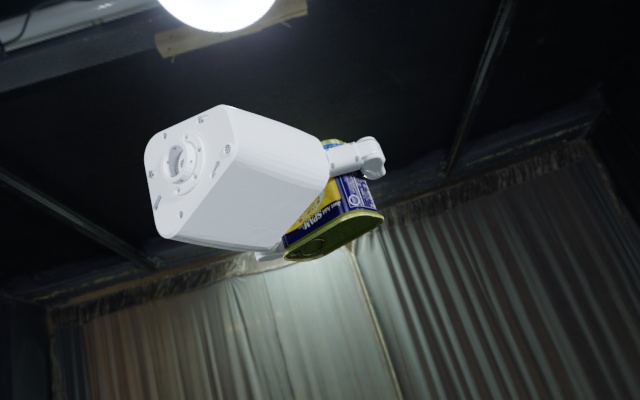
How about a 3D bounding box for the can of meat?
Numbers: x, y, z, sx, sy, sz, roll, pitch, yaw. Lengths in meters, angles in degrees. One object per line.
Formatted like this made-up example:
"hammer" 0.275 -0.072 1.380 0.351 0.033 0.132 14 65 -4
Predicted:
"can of meat" 0.000 0.001 0.468 0.102 0.084 0.057 -33 -27 31
